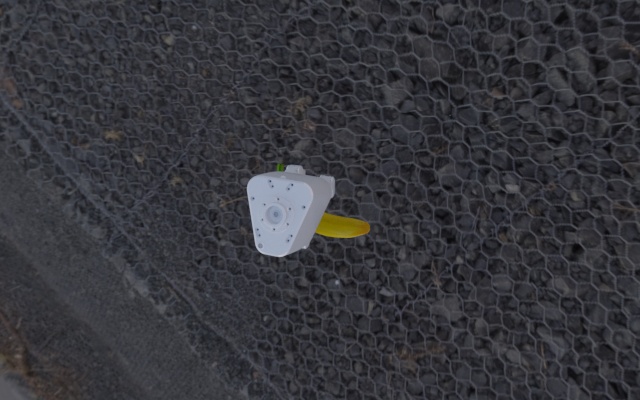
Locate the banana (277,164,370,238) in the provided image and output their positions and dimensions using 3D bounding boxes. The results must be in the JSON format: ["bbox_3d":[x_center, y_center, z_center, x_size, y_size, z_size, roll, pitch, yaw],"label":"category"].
[{"bbox_3d":[-0.013,0.016,0.809,0.198,0.069,0.037,35,5,10],"label":"banana"}]
